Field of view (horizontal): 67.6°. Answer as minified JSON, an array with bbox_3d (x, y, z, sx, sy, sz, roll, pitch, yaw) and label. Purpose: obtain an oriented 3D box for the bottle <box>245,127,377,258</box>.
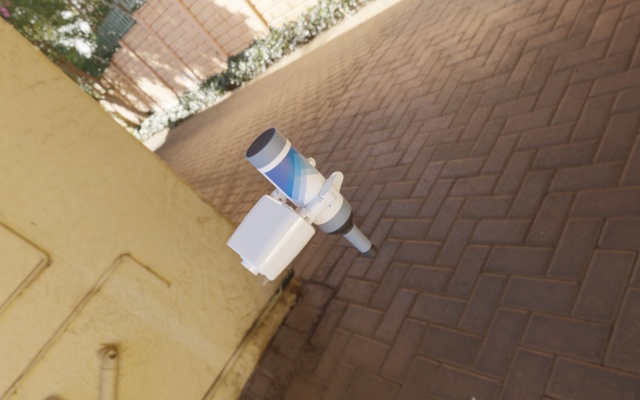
[{"bbox_3d":[0.000,0.002,0.807,0.296,0.069,0.069,45,-24,-27],"label":"bottle"}]
